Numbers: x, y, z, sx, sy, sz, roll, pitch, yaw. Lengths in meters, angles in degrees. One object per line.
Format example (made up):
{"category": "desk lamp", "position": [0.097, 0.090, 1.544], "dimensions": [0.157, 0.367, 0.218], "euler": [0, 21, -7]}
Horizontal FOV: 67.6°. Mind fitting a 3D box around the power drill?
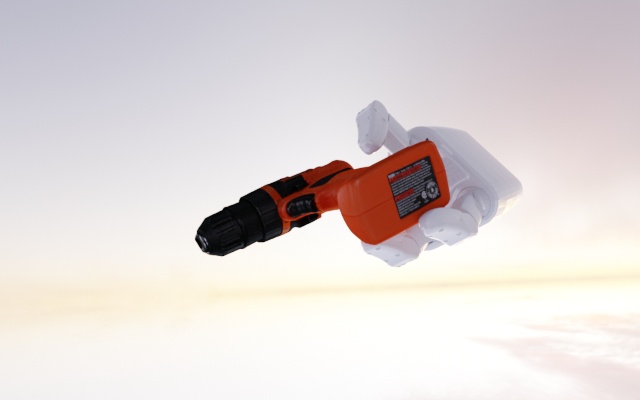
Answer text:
{"category": "power drill", "position": [0.001, 0.001, 0.417], "dimensions": [0.184, 0.057, 0.187], "euler": [-27, 14, -33]}
